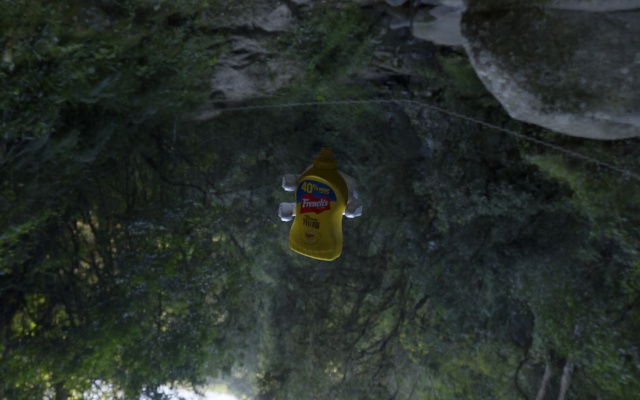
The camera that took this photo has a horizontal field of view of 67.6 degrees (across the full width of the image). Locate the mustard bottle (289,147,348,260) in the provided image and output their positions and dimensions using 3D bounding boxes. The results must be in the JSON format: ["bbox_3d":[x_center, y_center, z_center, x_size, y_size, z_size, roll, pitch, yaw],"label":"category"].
[{"bbox_3d":[0.000,0.003,0.839,0.096,0.192,0.058,15,16,27],"label":"mustard bottle"}]
